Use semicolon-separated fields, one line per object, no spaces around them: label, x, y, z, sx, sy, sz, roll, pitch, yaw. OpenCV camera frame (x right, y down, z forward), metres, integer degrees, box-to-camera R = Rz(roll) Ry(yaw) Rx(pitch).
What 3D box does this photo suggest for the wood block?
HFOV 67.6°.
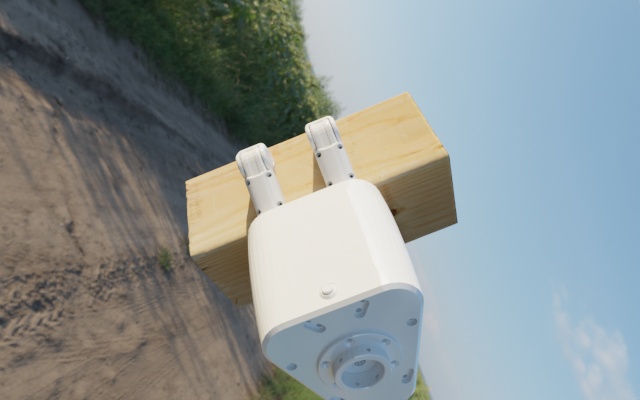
wood block;0.000;0.002;0.413;0.206;0.090;0.091;-21;-43;3
